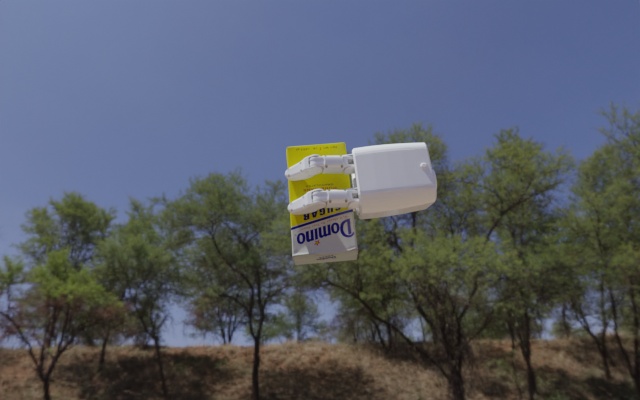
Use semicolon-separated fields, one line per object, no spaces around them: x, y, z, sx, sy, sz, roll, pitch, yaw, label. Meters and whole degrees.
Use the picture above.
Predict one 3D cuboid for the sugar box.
0.000;0.002;0.704;0.093;0.176;0.048;-6;-27;-1;sugar box
